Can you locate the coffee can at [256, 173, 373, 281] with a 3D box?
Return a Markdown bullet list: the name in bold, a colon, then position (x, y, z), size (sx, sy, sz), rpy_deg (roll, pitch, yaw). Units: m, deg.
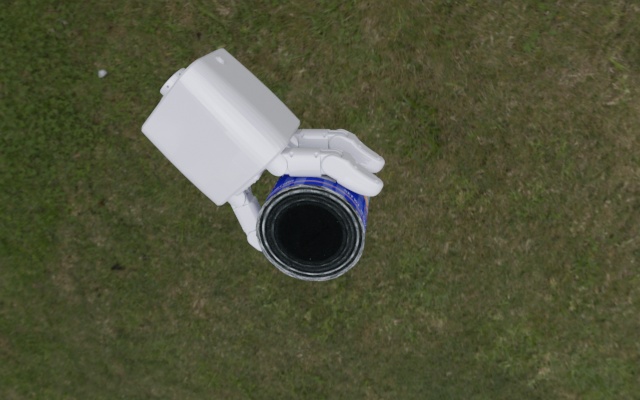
- **coffee can**: position (0.000, 0.002, 0.500), size (0.103, 0.103, 0.140), rpy_deg (0, 26, 9)
